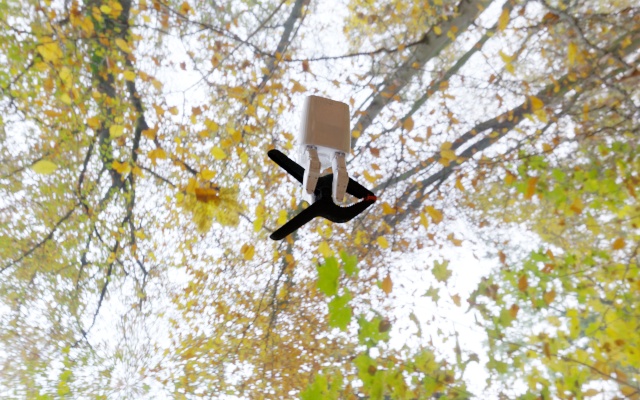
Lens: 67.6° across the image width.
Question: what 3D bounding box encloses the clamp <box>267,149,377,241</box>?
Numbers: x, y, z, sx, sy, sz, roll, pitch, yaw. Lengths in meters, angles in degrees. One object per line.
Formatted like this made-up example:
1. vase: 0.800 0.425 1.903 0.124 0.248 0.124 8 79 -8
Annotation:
1. clamp: 0.000 0.003 0.850 0.210 0.164 0.036 10 -20 -18
